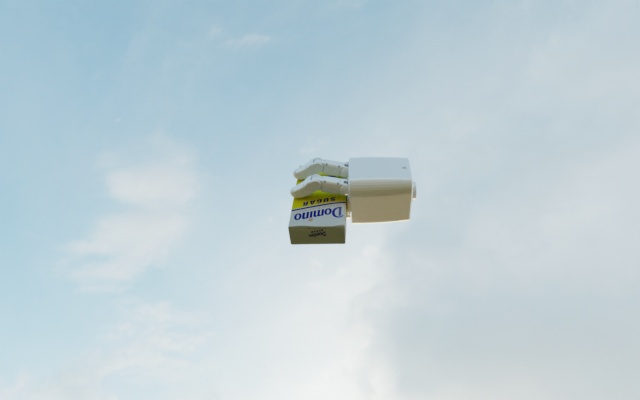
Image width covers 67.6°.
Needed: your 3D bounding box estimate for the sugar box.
[{"bbox_3d":[0.000,0.002,0.830,0.093,0.048,0.176,-2,35,5],"label":"sugar box"}]
